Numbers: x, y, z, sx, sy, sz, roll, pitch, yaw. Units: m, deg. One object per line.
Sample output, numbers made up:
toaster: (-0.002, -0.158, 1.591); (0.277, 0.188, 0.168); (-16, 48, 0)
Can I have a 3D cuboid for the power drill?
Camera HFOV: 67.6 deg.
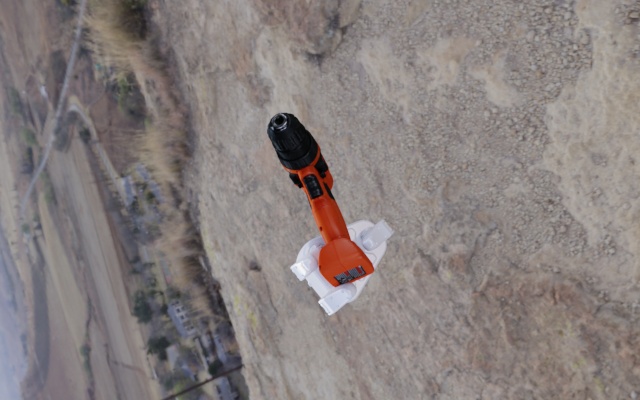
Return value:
power drill: (0.000, 0.002, 0.579); (0.057, 0.187, 0.184); (-23, -25, 7)
